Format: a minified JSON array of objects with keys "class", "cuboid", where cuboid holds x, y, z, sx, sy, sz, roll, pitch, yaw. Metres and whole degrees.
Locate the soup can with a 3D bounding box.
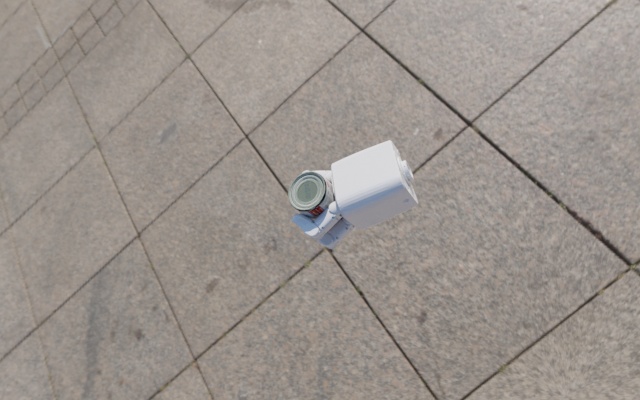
[{"class":"soup can","cuboid":[0.000,0.003,0.777,0.068,0.068,0.102,0,-20,27]}]
